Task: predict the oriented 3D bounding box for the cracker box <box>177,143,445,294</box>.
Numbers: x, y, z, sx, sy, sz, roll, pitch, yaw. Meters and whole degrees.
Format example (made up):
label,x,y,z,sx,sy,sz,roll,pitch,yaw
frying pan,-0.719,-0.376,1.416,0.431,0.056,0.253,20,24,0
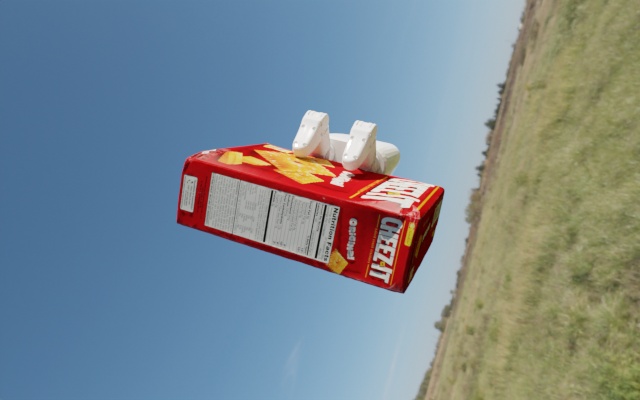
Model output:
label,x,y,z,sx,sy,sz,roll,pitch,yaw
cracker box,0.000,0.002,0.462,0.213,0.072,0.164,15,15,18
